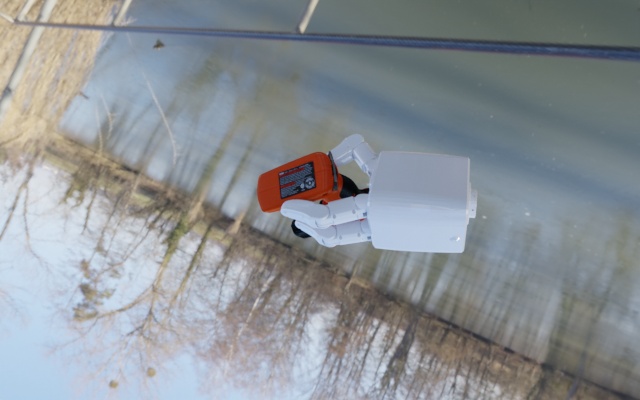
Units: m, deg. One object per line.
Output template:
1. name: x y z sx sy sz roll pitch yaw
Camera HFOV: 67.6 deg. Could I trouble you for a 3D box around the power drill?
1. power drill: 0.000 0.002 0.647 0.184 0.057 0.188 -20 -22 27
